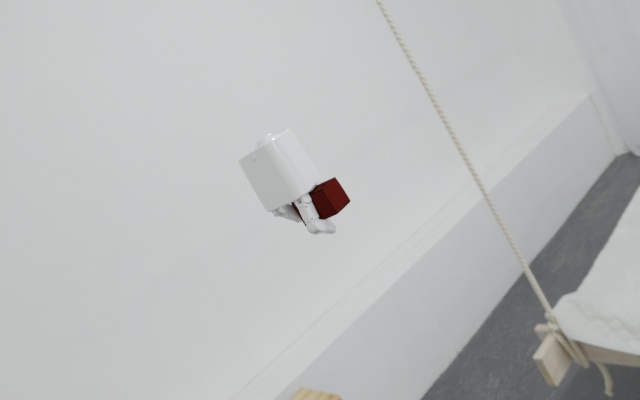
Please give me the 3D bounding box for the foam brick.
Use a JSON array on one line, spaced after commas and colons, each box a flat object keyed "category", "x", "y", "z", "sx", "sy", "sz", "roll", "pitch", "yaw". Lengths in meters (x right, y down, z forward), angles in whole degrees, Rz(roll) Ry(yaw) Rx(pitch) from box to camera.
[{"category": "foam brick", "x": 0.000, "y": 0.003, "z": 0.823, "sx": 0.078, "sy": 0.051, "sz": 0.053, "roll": -23, "pitch": 12, "yaw": 37}]
